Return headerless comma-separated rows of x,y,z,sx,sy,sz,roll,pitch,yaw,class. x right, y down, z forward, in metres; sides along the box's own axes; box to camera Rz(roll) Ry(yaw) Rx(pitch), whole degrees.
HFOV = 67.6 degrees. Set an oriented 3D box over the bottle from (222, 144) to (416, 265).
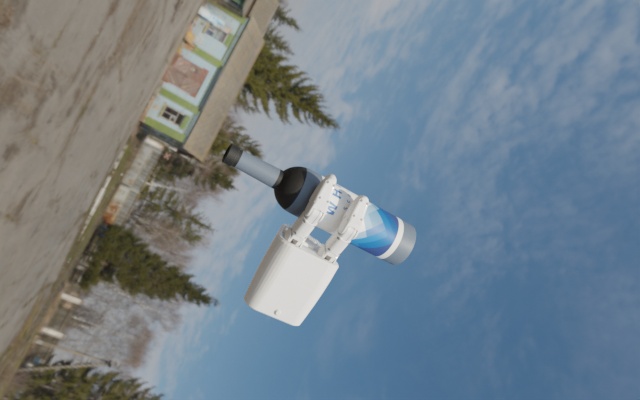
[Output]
0.000,0.002,0.671,0.296,0.069,0.069,28,-10,-20,bottle
